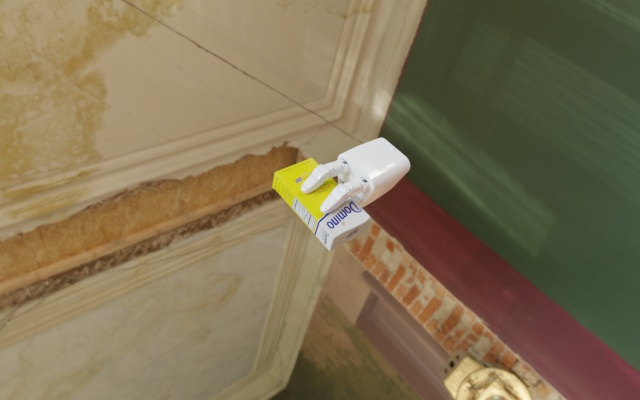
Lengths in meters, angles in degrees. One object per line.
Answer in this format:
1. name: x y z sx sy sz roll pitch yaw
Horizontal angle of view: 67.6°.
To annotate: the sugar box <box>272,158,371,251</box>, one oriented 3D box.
1. sugar box: 0.000 0.002 0.869 0.093 0.048 0.176 -26 57 -33
